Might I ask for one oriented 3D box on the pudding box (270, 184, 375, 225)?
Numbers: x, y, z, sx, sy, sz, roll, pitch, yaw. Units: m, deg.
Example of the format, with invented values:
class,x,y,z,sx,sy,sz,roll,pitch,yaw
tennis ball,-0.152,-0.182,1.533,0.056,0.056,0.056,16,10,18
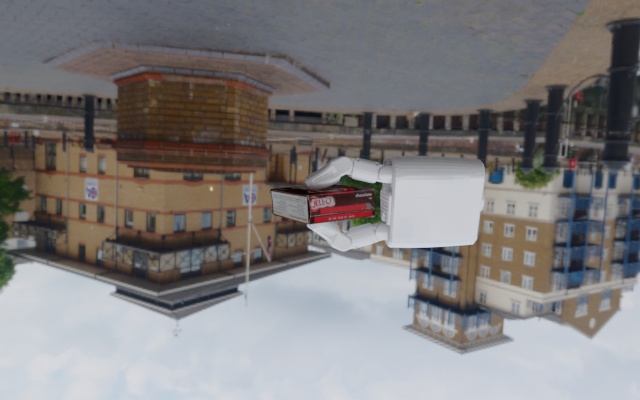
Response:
class,x,y,z,sx,sy,sz,roll,pitch,yaw
pudding box,0.000,0.002,0.585,0.090,0.039,0.113,-5,5,-28
